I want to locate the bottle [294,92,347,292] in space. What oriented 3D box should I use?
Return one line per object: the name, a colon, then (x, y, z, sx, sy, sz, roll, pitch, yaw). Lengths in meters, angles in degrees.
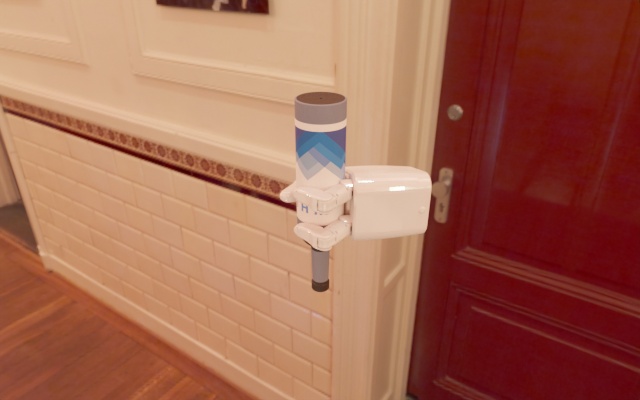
bottle: (0.000, 0.002, 0.667, 0.069, 0.296, 0.069, 0, 27, 0)
